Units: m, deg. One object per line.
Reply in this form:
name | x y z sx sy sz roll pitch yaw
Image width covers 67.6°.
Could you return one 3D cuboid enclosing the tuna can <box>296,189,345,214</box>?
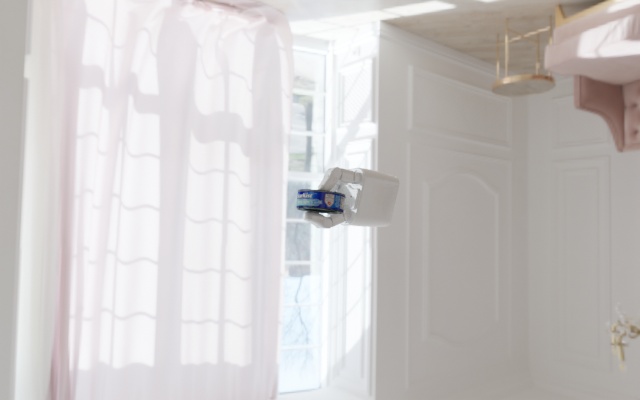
tuna can | 0.000 0.003 0.847 0.086 0.033 0.086 5 -6 1
